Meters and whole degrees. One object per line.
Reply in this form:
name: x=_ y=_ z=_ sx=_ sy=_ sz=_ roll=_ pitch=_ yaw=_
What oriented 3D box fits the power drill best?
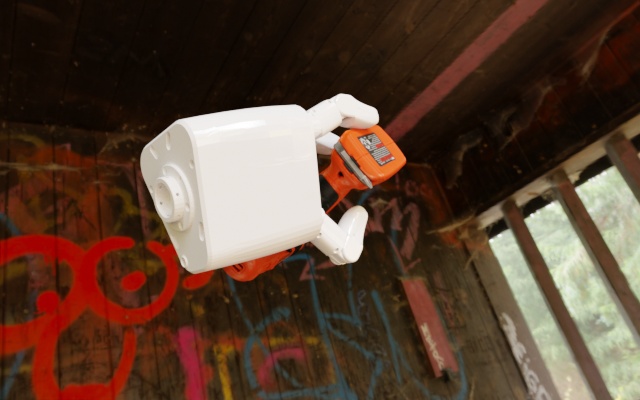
power drill: x=0.000 y=0.001 z=0.506 sx=0.188 sy=0.057 sz=0.184 roll=-42 pitch=-4 yaw=26
